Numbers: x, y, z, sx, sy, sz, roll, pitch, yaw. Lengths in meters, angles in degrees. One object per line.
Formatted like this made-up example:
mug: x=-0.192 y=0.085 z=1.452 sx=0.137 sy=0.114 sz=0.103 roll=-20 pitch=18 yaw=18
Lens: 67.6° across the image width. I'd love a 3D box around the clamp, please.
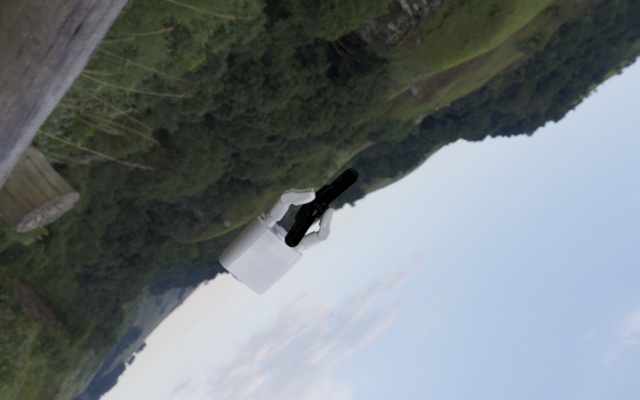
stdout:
clamp: x=0.001 y=0.003 z=0.859 sx=0.036 sy=0.164 sz=0.210 roll=44 pitch=4 yaw=-5
